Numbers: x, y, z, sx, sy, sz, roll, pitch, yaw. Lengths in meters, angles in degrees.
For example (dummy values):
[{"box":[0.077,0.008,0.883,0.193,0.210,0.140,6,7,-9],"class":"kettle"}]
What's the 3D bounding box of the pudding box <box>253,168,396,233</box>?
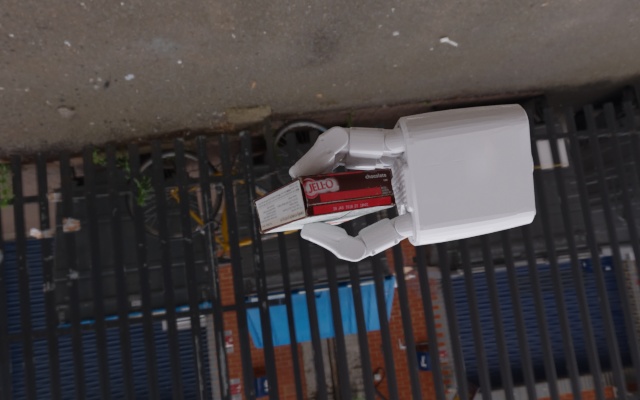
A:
[{"box":[0.000,0.002,0.441,0.090,0.039,0.113,-6,-9,-29],"class":"pudding box"}]
